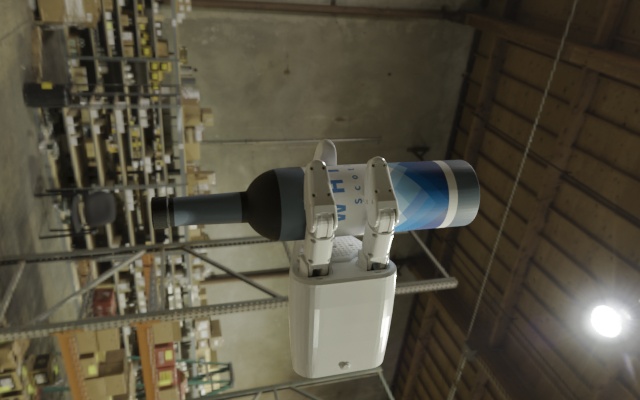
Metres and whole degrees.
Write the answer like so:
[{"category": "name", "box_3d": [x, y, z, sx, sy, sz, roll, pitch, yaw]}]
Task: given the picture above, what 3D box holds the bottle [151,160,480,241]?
[{"category": "bottle", "box_3d": [0.000, 0.001, 0.441, 0.296, 0.069, 0.069, -4, 1, -16]}]
